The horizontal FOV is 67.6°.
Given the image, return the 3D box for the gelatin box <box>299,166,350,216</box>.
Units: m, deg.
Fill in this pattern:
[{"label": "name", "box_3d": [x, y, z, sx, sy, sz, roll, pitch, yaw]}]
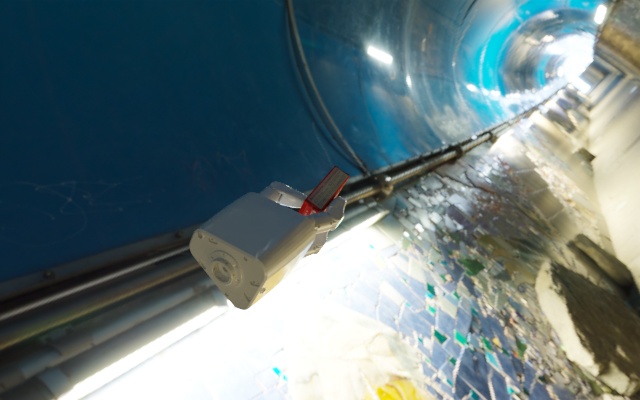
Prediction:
[{"label": "gelatin box", "box_3d": [0.000, 0.002, 0.694, 0.030, 0.089, 0.073, 35, -39, 5]}]
